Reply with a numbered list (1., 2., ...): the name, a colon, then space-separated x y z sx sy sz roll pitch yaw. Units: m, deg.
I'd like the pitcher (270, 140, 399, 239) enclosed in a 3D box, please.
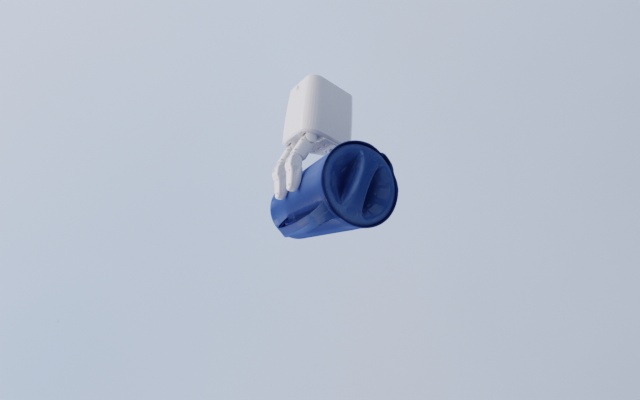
1. pitcher: 0.000 0.002 0.795 0.149 0.145 0.243 11 -17 -26
